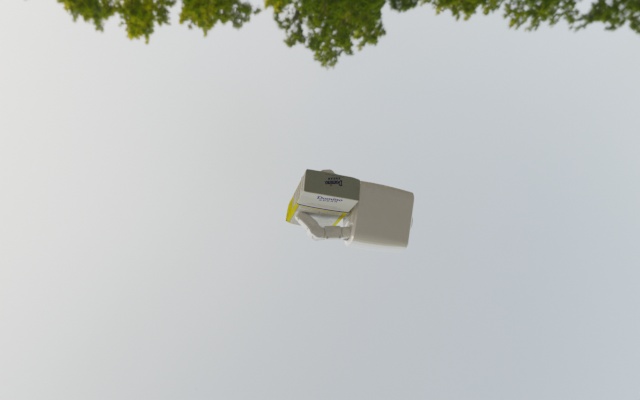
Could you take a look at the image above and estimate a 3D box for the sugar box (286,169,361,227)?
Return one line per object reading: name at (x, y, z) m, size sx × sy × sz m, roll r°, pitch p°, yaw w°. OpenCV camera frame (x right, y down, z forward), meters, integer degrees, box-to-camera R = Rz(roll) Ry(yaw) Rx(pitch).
sugar box at (0.000, 0.002, 0.829) m, size 0.093 × 0.048 × 0.176 m, roll 10°, pitch -23°, yaw -11°
